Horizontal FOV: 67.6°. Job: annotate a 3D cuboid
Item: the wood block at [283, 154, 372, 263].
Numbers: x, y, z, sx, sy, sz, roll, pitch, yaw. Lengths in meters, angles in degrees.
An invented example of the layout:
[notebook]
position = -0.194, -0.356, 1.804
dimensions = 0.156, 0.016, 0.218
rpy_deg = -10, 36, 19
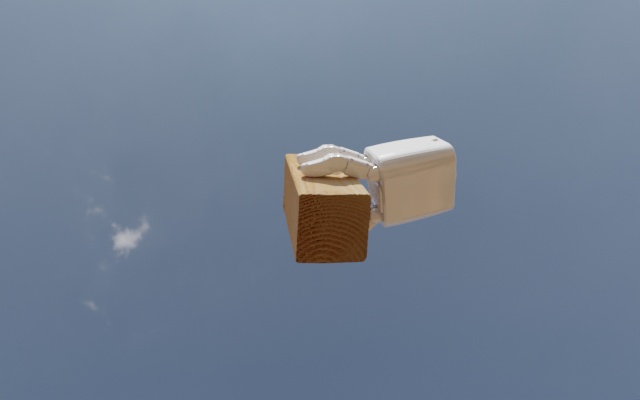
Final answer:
[wood block]
position = 0.000, 0.002, 0.667
dimensions = 0.090, 0.091, 0.206
rpy_deg = 0, 18, -9
